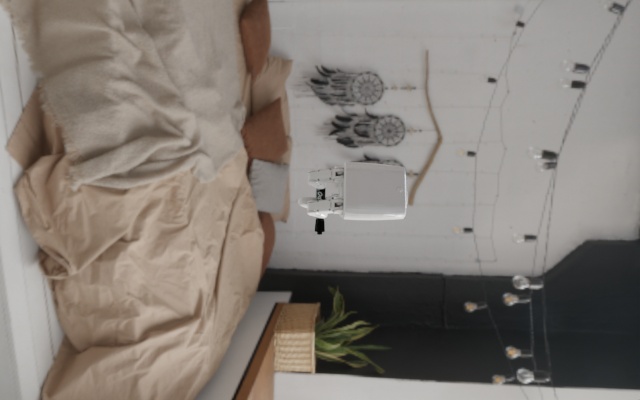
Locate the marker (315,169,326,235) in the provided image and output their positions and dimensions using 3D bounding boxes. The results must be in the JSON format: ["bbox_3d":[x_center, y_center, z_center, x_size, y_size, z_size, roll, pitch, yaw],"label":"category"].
[{"bbox_3d":[0.000,0.003,0.881,0.020,0.121,0.020,1,-14,0],"label":"marker"}]
